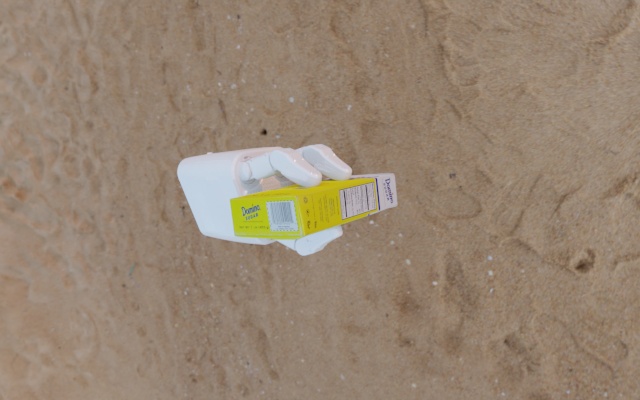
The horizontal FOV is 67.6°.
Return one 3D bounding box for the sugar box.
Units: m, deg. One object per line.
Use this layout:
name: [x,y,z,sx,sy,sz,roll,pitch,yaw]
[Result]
sugar box: [0.000,0.001,0.515,0.093,0.048,0.176,-1,11,38]
